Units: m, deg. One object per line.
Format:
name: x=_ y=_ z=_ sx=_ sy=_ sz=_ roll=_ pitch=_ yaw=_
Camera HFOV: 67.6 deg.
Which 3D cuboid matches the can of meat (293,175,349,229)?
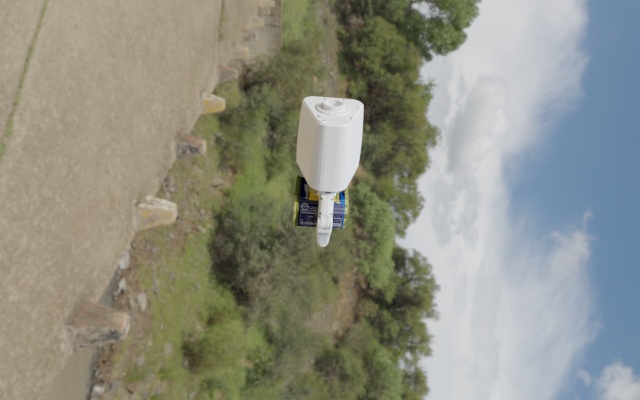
can of meat: x=0.000 y=0.003 z=0.772 sx=0.084 sy=0.057 sz=0.102 roll=4 pitch=30 yaw=-2
